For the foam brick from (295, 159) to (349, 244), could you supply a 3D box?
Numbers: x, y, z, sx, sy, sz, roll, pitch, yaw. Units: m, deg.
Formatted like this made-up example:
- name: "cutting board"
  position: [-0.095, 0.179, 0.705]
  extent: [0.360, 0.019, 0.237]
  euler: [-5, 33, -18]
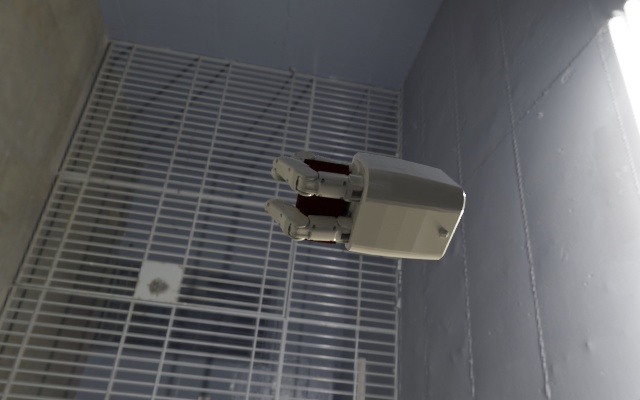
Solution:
- name: "foam brick"
  position: [0.000, 0.002, 0.536]
  extent: [0.051, 0.078, 0.053]
  euler: [9, 35, -6]
